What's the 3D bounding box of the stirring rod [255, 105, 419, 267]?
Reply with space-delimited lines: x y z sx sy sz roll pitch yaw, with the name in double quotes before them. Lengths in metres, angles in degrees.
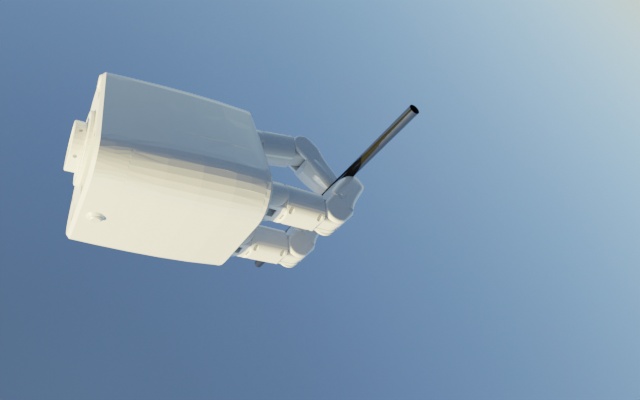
"stirring rod" 0.000 0.001 0.402 0.011 0.011 0.240 0 -31 -38
